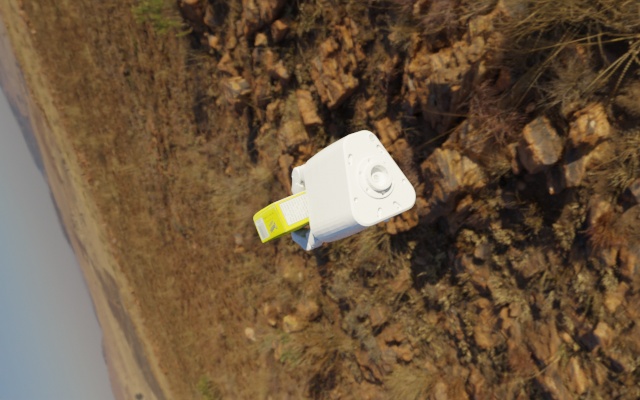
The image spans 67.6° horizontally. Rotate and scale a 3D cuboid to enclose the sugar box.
[{"bbox_3d":[0.000,0.003,0.674,0.176,0.048,0.093,-21,-3,-28],"label":"sugar box"}]
